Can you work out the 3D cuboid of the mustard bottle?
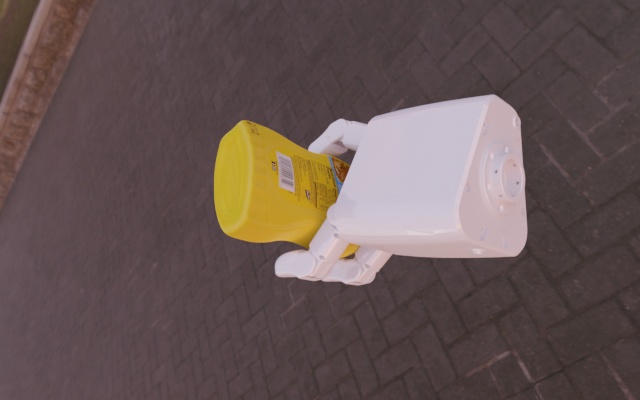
[{"bbox_3d":[0.000,0.001,0.433,0.192,0.096,0.058,17,-37,-39],"label":"mustard bottle"}]
